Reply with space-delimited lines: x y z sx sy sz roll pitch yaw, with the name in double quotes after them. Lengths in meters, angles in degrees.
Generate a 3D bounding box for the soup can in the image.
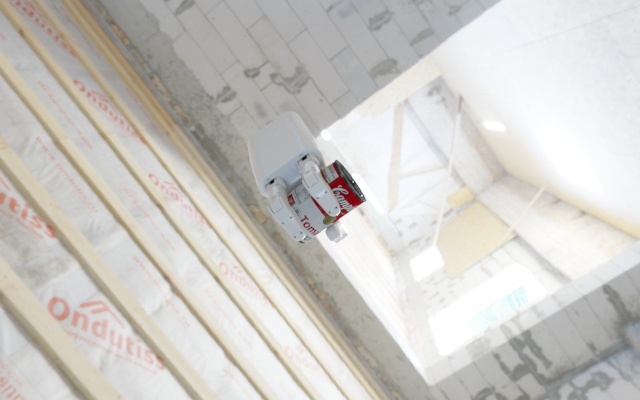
0.000 0.003 0.633 0.102 0.068 0.068 -35 -8 11 "soup can"
